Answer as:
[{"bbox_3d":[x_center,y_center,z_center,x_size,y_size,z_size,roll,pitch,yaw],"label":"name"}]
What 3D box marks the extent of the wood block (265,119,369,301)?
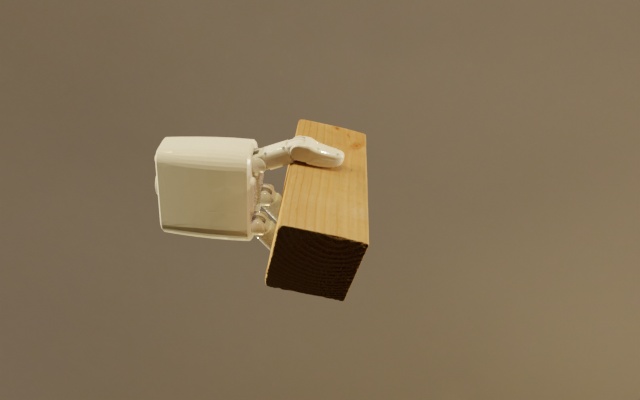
[{"bbox_3d":[0.000,0.001,0.555,0.090,0.091,0.206,13,38,-6],"label":"wood block"}]
